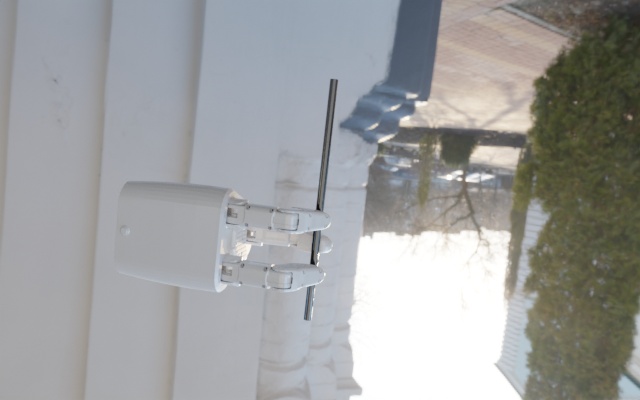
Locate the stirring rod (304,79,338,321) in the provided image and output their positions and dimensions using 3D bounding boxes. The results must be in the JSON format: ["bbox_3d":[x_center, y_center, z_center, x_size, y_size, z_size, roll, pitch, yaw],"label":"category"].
[{"bbox_3d":[0.000,0.001,0.474,0.011,0.239,0.011,6,5,-1],"label":"stirring rod"}]
